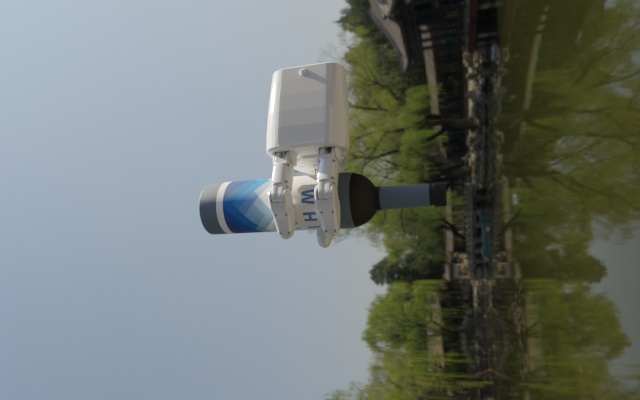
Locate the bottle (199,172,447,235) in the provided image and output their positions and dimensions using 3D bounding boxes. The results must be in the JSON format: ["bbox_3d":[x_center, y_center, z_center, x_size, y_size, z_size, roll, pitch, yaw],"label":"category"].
[{"bbox_3d":[0.000,0.002,0.578,0.296,0.069,0.069,-4,-1,16],"label":"bottle"}]
